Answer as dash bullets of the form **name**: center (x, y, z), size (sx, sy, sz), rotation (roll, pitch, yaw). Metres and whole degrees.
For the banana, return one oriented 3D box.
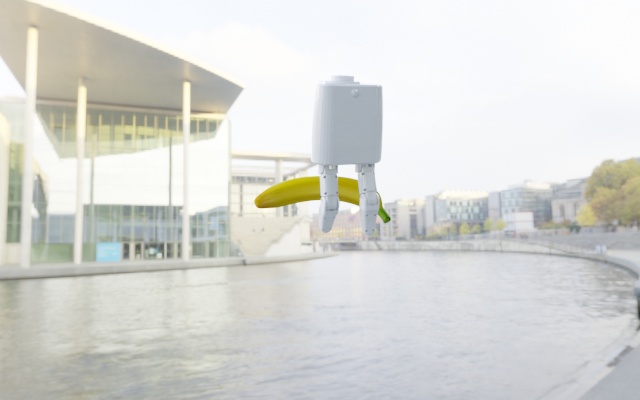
- **banana**: center (0.004, -0.009, 0.700), size (0.198, 0.037, 0.069), rotation (5, 38, 0)
